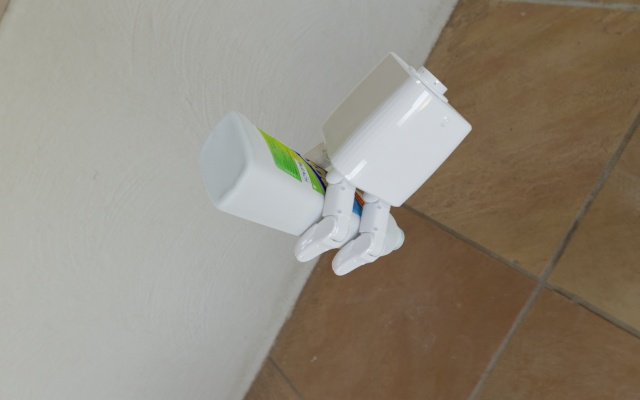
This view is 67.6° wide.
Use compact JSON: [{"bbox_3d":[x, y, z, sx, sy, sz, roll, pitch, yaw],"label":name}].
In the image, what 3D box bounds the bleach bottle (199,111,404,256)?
[{"bbox_3d":[0.000,0.002,0.503,0.251,0.068,0.102,24,26,-41],"label":"bleach bottle"}]
